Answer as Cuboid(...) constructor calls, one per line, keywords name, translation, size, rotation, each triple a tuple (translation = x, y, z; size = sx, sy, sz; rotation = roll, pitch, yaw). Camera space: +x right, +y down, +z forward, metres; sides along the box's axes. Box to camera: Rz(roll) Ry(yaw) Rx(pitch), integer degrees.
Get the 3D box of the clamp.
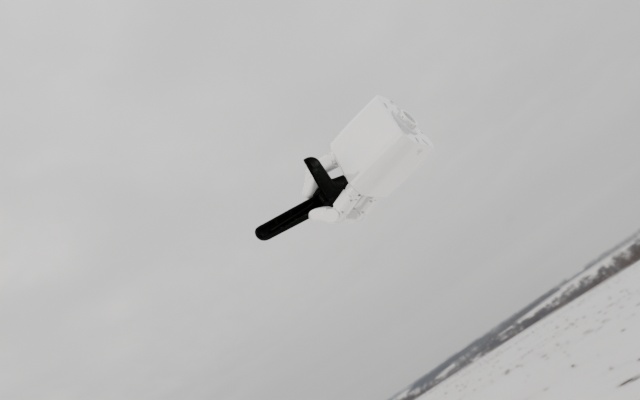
Cuboid(name="clamp", translation=(0.000, 0.002, 0.760), size=(0.165, 0.036, 0.210), rotation=(-48, -27, 26))
